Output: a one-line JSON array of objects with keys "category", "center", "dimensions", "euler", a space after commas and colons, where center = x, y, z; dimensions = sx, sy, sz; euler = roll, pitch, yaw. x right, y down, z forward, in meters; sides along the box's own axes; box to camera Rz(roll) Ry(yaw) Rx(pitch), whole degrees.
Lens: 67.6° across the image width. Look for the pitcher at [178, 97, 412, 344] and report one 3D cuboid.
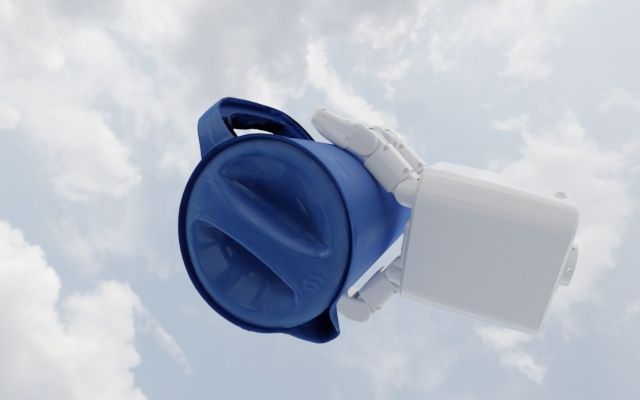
[{"category": "pitcher", "center": [0.000, 0.001, 0.415], "dimensions": [0.145, 0.149, 0.243], "euler": [16, 12, 21]}]
